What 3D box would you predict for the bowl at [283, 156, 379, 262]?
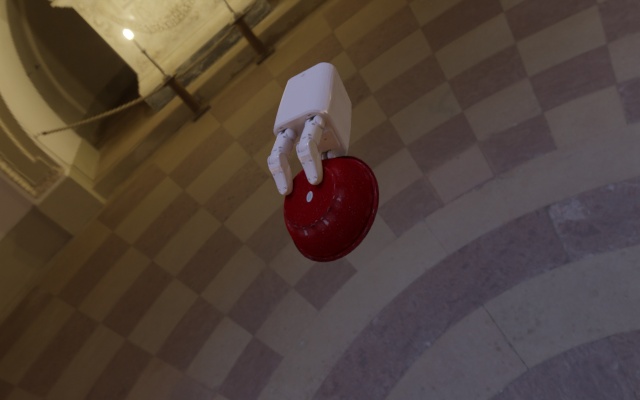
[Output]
[{"bbox_3d":[0.000,0.003,0.668,0.162,0.162,0.055,0,-19,42],"label":"bowl"}]
